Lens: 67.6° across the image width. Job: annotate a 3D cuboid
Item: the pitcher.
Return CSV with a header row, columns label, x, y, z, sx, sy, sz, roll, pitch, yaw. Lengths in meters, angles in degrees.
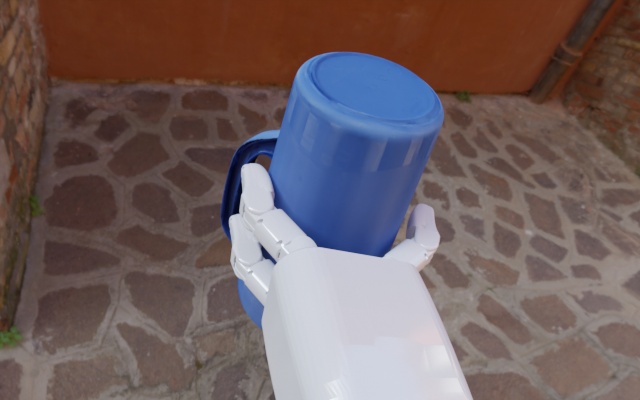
label,x,y,z,sx,sy,sz,roll,pitch,yaw
pitcher,0.000,0.001,0.409,0.149,0.243,0.145,1,44,-18
